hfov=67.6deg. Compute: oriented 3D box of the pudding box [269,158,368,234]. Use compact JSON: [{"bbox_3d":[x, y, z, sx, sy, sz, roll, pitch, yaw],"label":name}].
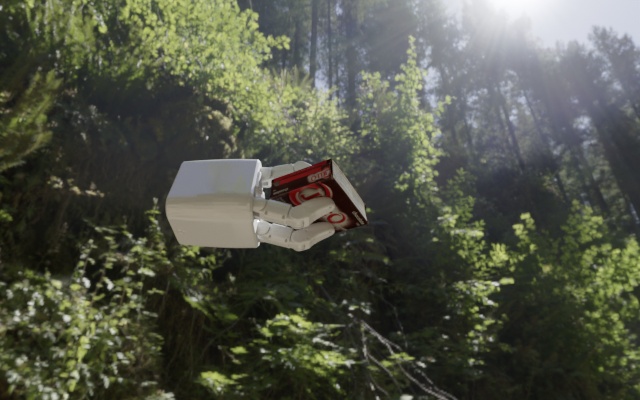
[{"bbox_3d":[0.000,0.002,0.629,0.090,0.039,0.113,-17,-39,22],"label":"pudding box"}]
